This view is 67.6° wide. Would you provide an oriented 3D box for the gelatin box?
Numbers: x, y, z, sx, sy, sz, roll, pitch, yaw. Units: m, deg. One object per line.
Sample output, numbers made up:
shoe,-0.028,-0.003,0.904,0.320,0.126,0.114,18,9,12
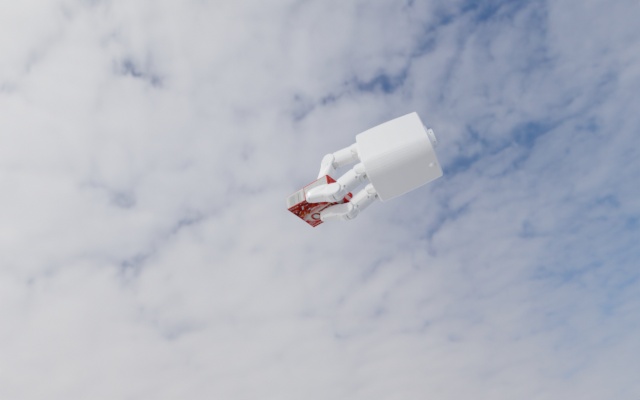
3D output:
gelatin box,0.000,0.002,0.788,0.089,0.030,0.073,-28,-42,25
